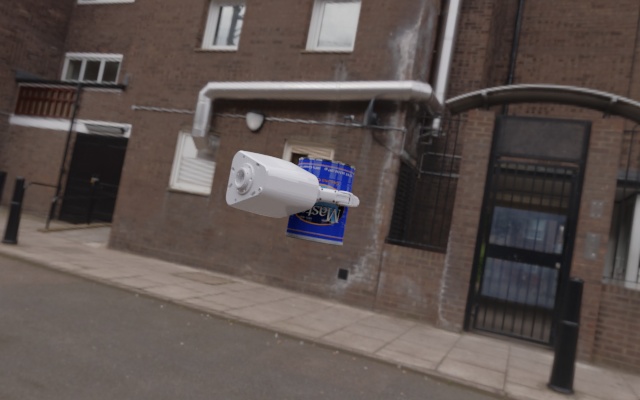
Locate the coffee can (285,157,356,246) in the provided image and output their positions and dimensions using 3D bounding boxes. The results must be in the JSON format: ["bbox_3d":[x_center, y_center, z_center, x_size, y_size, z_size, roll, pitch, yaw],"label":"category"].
[{"bbox_3d":[0.000,0.003,0.846,0.103,0.140,0.103,10,-3,1],"label":"coffee can"}]
